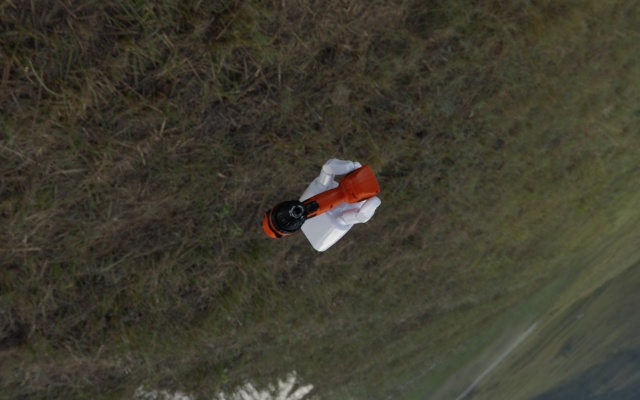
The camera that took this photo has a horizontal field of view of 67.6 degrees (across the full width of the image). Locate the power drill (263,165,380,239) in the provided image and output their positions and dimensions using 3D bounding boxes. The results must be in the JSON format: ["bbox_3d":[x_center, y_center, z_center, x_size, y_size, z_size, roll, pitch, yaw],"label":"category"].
[{"bbox_3d":[0.000,0.002,0.787,0.187,0.057,0.184,-23,0,-19],"label":"power drill"}]
